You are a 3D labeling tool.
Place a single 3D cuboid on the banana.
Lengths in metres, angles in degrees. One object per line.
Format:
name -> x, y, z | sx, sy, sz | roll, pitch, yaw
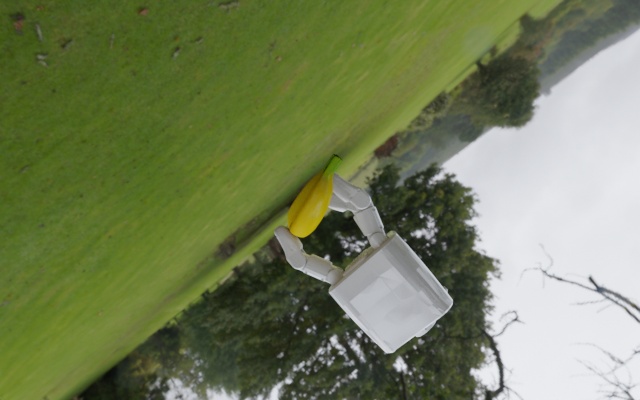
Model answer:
banana -> -0.012, 0.013, 0.571 | 0.069, 0.037, 0.198 | -45, -5, -21
